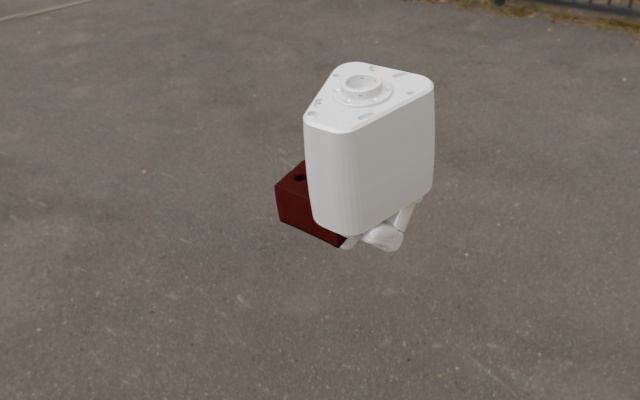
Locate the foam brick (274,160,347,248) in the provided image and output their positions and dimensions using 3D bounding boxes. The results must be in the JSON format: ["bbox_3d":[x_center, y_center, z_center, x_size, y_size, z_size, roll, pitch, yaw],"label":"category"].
[{"bbox_3d":[0.000,0.002,0.485,0.078,0.051,0.053,22,50,30],"label":"foam brick"}]
